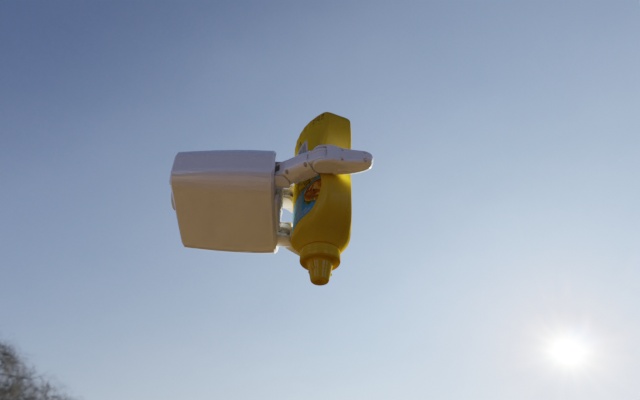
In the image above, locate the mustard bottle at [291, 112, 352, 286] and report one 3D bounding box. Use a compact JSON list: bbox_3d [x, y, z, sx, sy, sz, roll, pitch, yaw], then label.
[{"bbox_3d":[0.000,0.002,0.514,0.058,0.191,0.096,17,-40,-19],"label":"mustard bottle"}]
